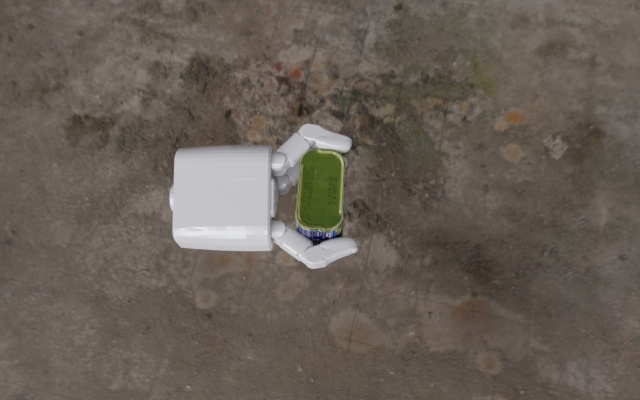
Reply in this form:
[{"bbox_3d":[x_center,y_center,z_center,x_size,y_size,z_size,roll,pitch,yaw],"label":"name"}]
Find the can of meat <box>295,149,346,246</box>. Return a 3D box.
[{"bbox_3d":[0.000,0.002,0.553,0.057,0.102,0.084,3,-22,1],"label":"can of meat"}]
